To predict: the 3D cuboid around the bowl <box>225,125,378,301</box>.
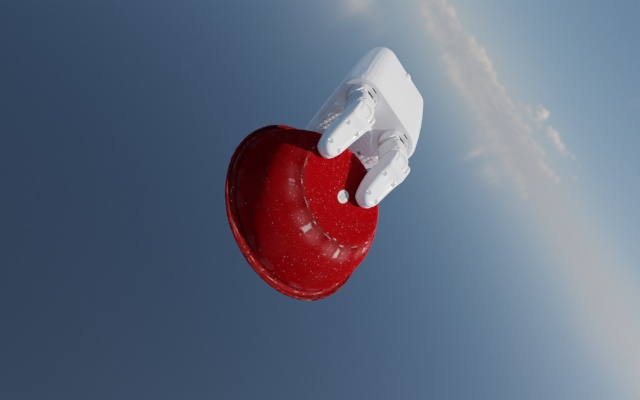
[{"bbox_3d":[0.000,0.002,0.411,0.055,0.162,0.162,-21,-14,42],"label":"bowl"}]
